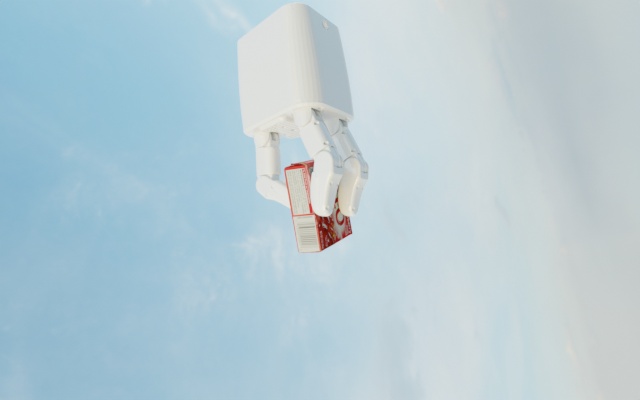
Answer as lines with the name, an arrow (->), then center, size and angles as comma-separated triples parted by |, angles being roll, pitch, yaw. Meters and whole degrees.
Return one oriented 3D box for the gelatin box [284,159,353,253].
gelatin box -> 0.000, 0.002, 0.489 | 0.030, 0.089, 0.073 | -5, 8, 30
